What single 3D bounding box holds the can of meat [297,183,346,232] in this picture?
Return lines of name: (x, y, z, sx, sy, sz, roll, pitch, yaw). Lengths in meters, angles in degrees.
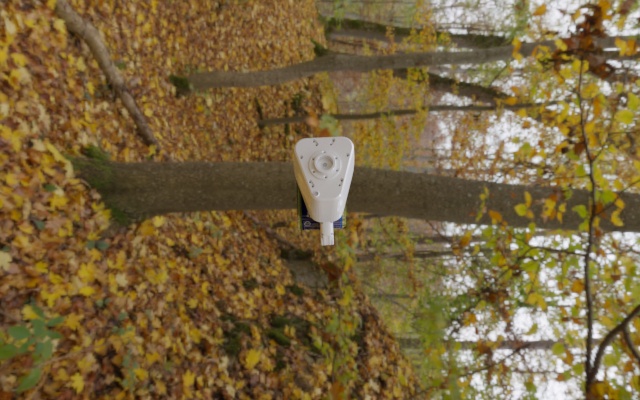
can of meat: (0.000, 0.003, 0.860, 0.084, 0.102, 0.057, -3, -21, 0)
